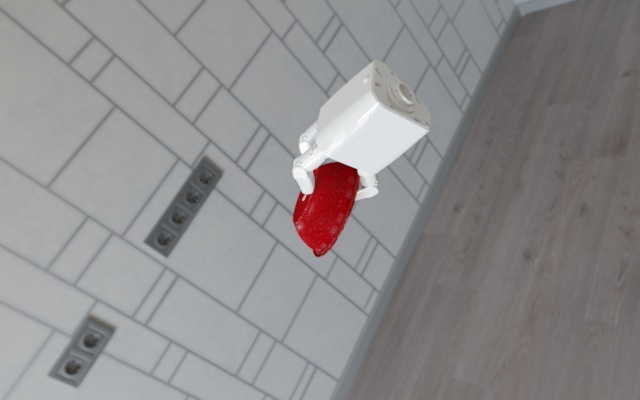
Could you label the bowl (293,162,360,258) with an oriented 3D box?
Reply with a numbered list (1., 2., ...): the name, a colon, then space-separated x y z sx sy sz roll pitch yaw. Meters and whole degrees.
1. bowl: -0.001 0.003 0.731 0.055 0.162 0.162 21 -5 -13
